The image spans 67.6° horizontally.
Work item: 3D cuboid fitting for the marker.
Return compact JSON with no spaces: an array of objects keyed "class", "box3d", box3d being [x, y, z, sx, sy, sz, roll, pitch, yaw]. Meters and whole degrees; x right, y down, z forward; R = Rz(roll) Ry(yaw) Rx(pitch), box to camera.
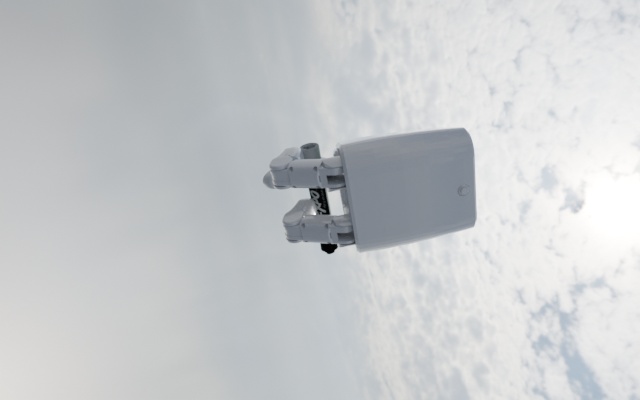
[{"class":"marker","box3d":[0.000,0.002,0.477,0.020,0.121,0.020,-9,27,5]}]
